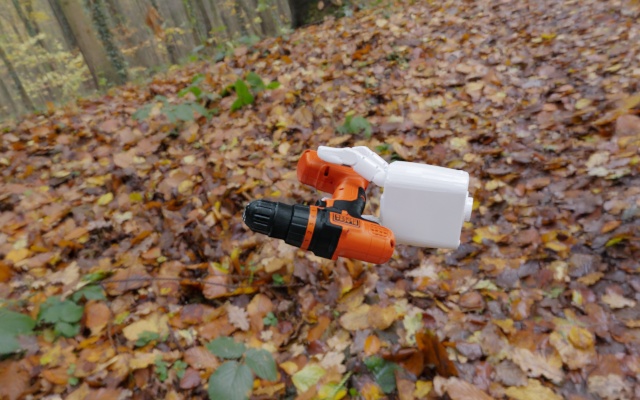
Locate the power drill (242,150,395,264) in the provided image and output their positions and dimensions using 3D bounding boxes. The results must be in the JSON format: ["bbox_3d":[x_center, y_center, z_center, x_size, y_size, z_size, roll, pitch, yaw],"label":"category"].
[{"bbox_3d":[0.000,0.002,0.626,0.184,0.057,0.187,16,32,-8],"label":"power drill"}]
